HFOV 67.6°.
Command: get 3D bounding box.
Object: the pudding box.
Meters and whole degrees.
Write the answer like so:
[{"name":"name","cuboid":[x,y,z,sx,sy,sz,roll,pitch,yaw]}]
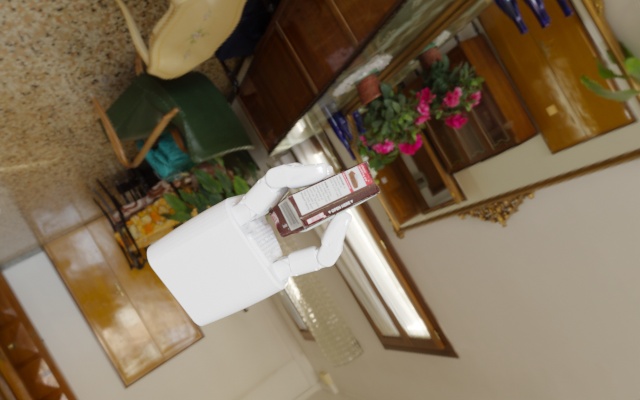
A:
[{"name":"pudding box","cuboid":[0.000,0.002,0.505,0.090,0.039,0.113,-26,1,-17]}]
